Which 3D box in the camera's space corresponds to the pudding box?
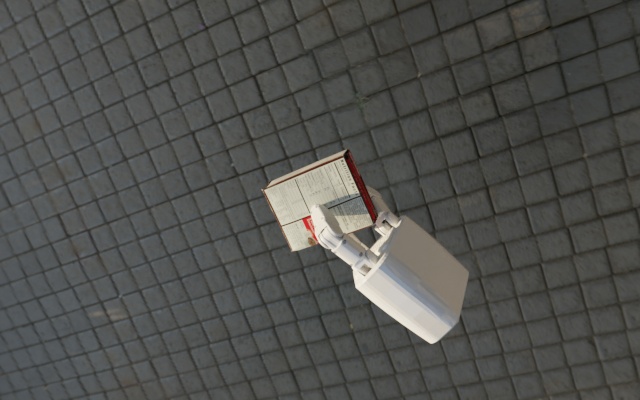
[{"bbox_3d":[0.000,0.002,0.565,0.113,0.090,0.039,-21,10,17],"label":"pudding box"}]
